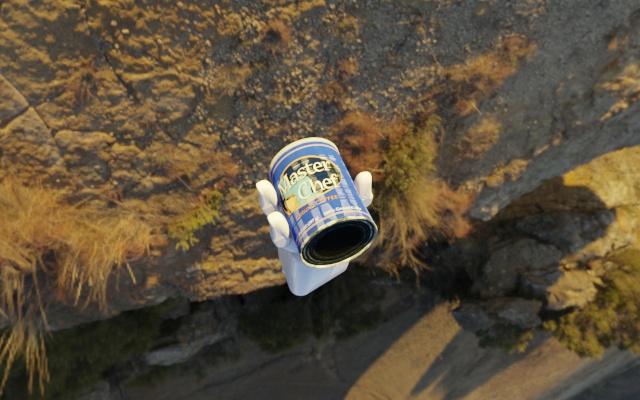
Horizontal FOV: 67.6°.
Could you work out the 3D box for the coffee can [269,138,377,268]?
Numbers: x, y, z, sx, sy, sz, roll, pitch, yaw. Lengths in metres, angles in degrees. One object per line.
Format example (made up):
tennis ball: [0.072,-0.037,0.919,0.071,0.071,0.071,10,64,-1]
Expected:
coffee can: [0.000,0.002,0.628,0.103,0.140,0.103,-15,-36,-12]
